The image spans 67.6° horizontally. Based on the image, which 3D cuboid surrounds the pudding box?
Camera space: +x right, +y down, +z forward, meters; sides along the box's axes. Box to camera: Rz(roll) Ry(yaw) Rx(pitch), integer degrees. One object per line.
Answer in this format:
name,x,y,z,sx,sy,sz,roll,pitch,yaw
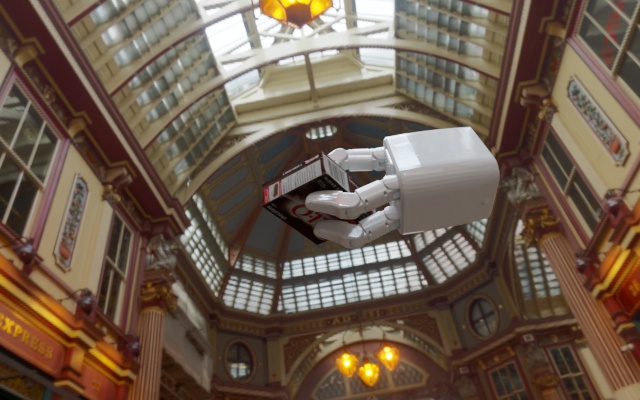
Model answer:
pudding box,0.000,0.002,0.561,0.090,0.039,0.113,-27,-44,24
